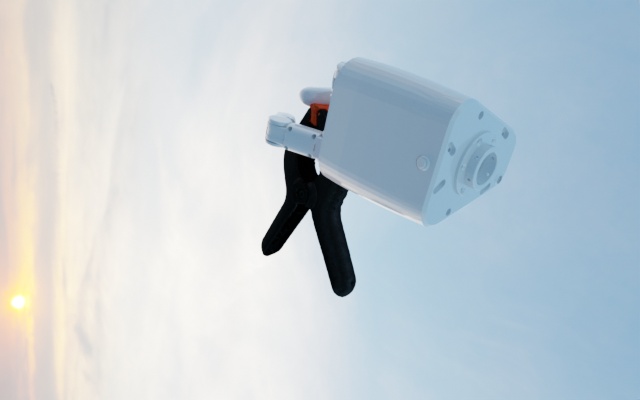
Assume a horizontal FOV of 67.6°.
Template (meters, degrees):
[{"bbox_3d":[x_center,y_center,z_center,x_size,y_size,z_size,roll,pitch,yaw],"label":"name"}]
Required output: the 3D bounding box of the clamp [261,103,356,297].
[{"bbox_3d":[0.000,0.001,0.440,0.120,0.171,0.039,28,27,32],"label":"clamp"}]
